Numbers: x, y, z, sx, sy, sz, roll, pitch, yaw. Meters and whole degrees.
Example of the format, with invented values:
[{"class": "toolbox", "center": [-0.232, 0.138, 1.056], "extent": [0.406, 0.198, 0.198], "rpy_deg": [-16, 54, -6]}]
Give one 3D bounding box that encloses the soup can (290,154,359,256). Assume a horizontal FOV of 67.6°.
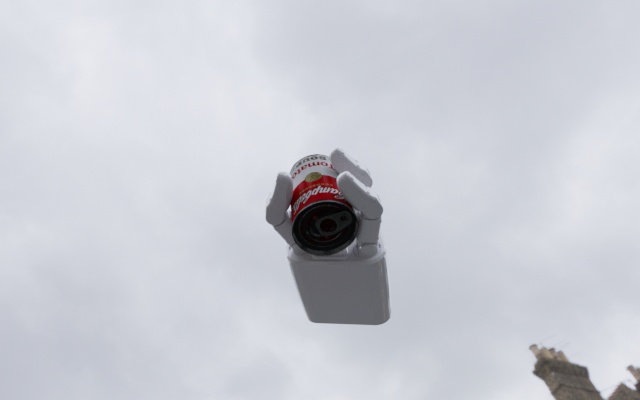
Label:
[{"class": "soup can", "center": [0.000, 0.001, 0.519], "extent": [0.068, 0.068, 0.102], "rpy_deg": [0, 33, -7]}]
